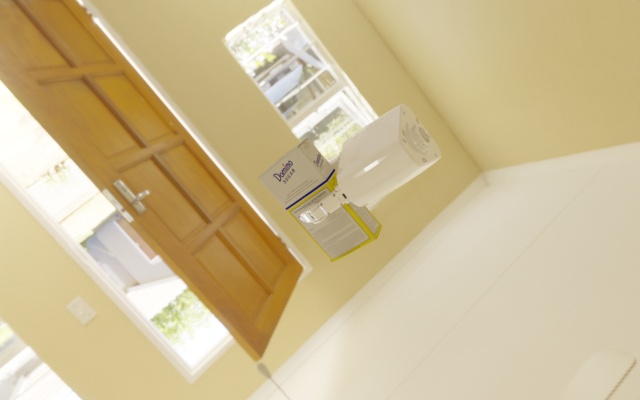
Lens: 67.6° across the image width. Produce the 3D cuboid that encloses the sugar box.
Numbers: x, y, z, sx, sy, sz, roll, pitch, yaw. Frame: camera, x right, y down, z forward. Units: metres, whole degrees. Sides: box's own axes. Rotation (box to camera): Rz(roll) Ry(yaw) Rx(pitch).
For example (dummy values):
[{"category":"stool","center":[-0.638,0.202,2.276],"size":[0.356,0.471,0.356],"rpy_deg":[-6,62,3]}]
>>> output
[{"category":"sugar box","center":[0.000,0.002,0.711],"size":[0.093,0.176,0.048],"rpy_deg":[-33,11,33]}]
